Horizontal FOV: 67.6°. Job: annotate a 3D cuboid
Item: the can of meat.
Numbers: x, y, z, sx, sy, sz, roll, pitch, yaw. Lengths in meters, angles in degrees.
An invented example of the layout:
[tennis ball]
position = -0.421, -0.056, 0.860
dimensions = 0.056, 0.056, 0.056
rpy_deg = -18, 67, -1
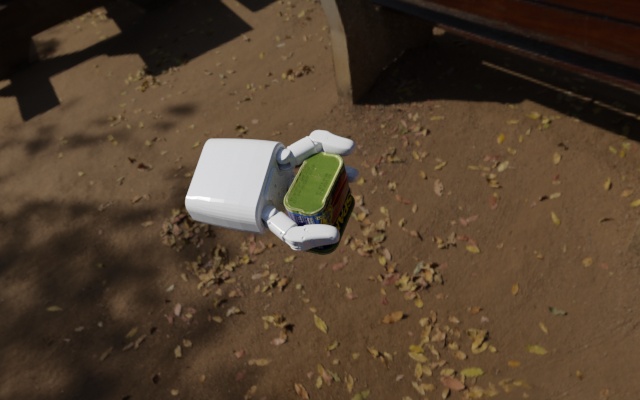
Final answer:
[can of meat]
position = 0.000, 0.002, 0.598
dimensions = 0.057, 0.102, 0.084
rpy_deg = 10, -35, 22
